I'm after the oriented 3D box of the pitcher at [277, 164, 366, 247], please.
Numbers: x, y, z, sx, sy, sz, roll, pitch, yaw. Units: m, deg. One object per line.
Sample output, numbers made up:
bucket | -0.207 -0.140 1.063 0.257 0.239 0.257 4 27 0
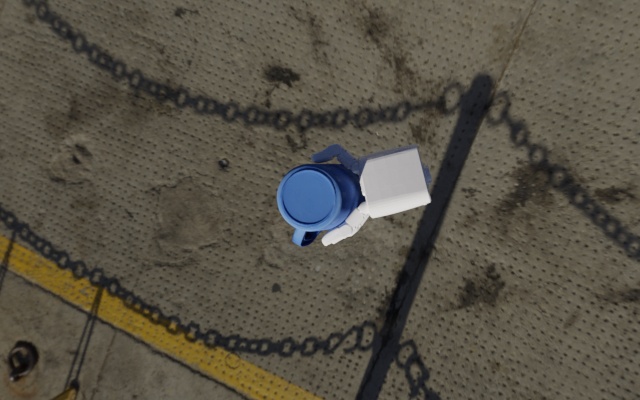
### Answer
pitcher | 0.000 0.003 0.865 0.145 0.149 0.243 -14 -2 12
